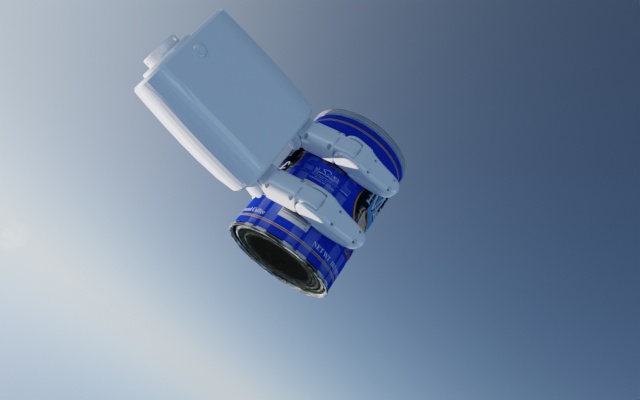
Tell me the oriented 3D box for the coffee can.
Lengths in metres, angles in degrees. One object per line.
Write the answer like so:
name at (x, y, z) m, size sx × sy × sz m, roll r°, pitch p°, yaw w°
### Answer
coffee can at (0.000, 0.001, 0.437) m, size 0.103 × 0.140 × 0.103 m, roll 29°, pitch -24°, yaw 15°
